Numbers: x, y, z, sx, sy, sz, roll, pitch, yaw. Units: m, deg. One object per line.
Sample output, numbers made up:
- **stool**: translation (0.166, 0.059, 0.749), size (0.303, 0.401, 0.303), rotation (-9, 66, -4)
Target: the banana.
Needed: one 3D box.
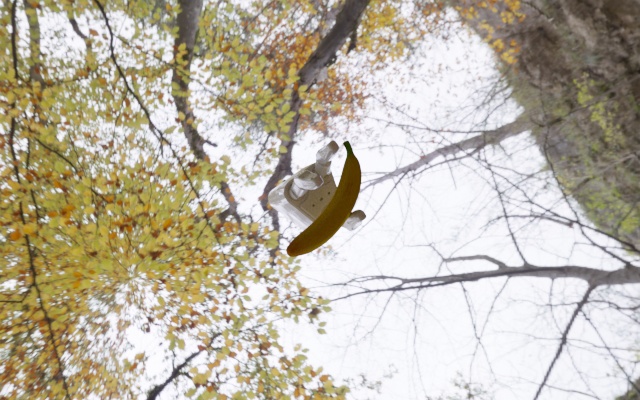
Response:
- **banana**: translation (0.016, 0.009, 0.726), size (0.070, 0.197, 0.037), rotation (33, -16, -20)
